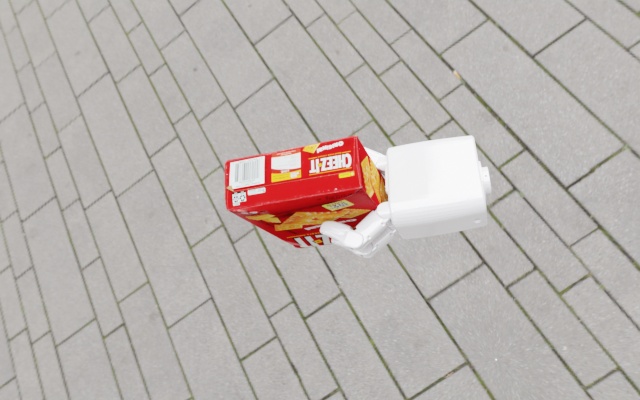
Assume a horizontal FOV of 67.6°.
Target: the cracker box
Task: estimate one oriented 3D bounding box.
[{"bbox_3d":[0.000,0.002,0.618,0.164,0.072,0.214,-9,-20,17],"label":"cracker box"}]
